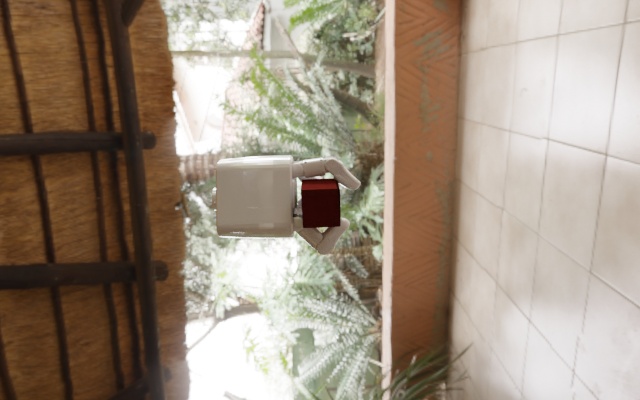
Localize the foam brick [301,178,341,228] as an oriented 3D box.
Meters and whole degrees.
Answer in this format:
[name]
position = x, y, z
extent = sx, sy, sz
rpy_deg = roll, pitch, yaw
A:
[foam brick]
position = 0.000, 0.002, 0.654
extent = 0.051, 0.053, 0.078
rpy_deg = -2, 13, 0
